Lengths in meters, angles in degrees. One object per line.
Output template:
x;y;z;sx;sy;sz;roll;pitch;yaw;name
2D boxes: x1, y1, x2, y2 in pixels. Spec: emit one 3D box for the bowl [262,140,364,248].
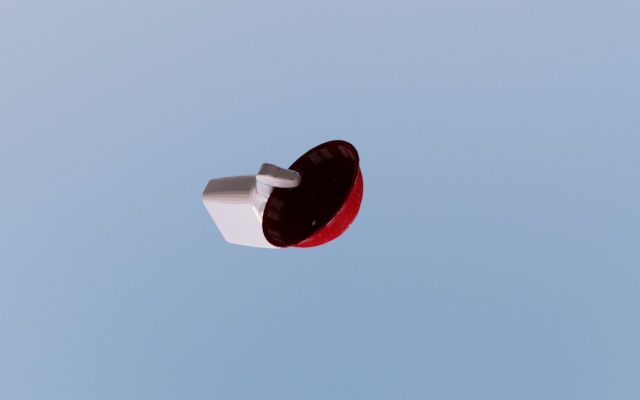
0.001;0.002;0.611;0.055;0.162;0.162;40;-24;-32;bowl
